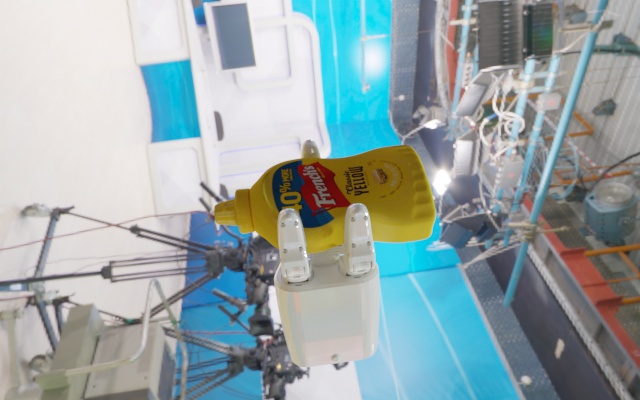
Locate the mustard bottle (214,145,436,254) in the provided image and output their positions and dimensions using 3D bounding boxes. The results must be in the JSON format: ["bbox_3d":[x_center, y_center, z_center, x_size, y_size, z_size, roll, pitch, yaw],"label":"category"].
[{"bbox_3d":[0.000,0.001,0.438,0.191,0.096,0.058,-7,-37,-3],"label":"mustard bottle"}]
